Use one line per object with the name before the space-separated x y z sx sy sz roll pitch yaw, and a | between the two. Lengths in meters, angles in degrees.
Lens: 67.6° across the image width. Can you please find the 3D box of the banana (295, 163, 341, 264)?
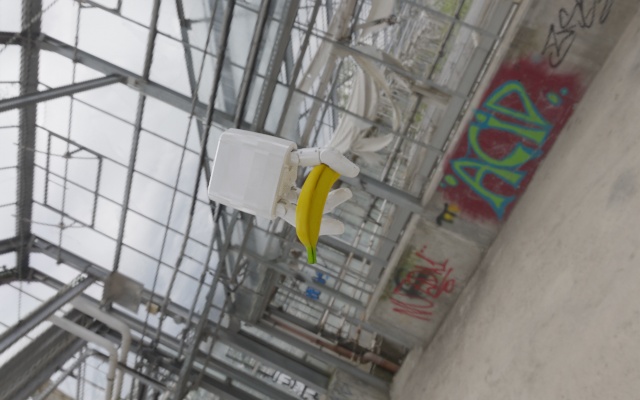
banana | -0.002 -0.009 0.668 0.037 0.070 0.197 7 46 13
